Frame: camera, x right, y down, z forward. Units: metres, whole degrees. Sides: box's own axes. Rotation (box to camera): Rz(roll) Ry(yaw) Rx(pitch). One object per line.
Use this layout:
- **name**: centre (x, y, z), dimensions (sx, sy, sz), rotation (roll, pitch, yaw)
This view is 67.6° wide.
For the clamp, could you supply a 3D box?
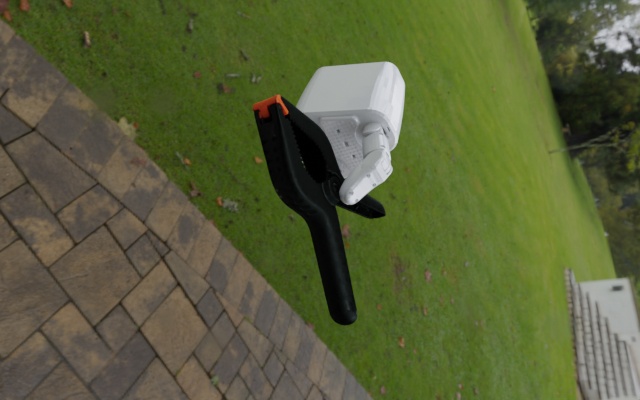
- **clamp**: centre (0.001, 0.001, 0.444), dimensions (0.036, 0.164, 0.210), rotation (-14, -51, 29)
